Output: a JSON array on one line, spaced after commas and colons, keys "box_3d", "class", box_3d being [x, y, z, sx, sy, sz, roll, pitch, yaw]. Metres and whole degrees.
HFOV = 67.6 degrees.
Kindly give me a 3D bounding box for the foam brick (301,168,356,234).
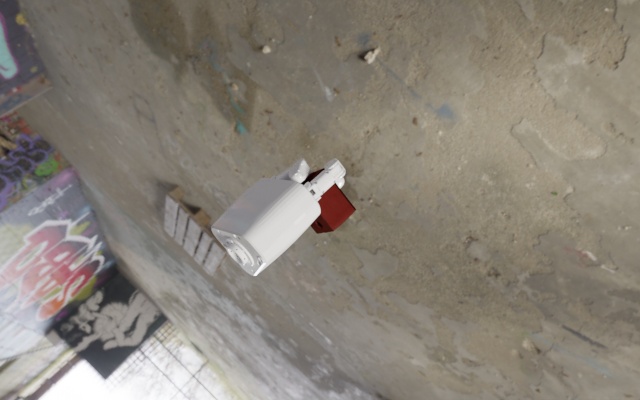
[{"box_3d": [0.000, 0.002, 0.682, 0.051, 0.078, 0.053, -45, 14, -27], "class": "foam brick"}]
